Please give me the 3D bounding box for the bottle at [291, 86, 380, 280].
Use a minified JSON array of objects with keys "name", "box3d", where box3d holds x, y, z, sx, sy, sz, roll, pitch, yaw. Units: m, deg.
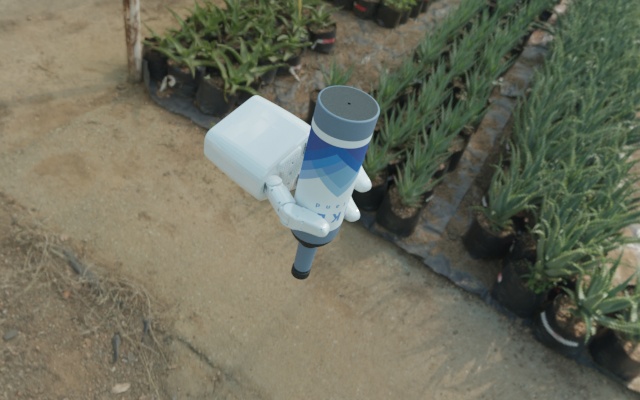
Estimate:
[{"name":"bottle","box3d":[0.000,0.002,0.595,0.069,0.069,0.296,0,-44,-16]}]
